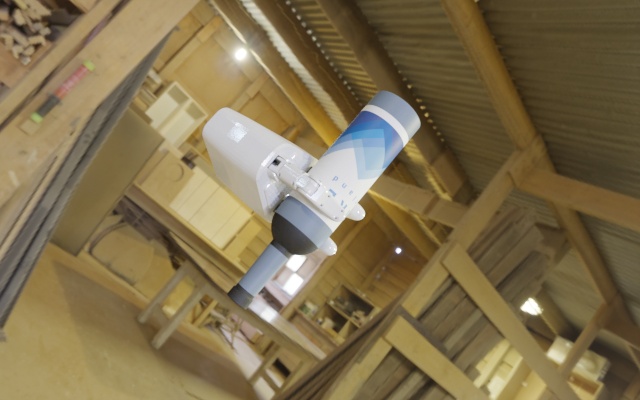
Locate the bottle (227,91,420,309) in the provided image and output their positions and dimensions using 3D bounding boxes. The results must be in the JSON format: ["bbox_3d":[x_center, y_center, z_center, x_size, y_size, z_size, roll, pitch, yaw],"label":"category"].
[{"bbox_3d":[0.000,0.002,0.553,0.069,0.295,0.069,39,-9,8],"label":"bottle"}]
